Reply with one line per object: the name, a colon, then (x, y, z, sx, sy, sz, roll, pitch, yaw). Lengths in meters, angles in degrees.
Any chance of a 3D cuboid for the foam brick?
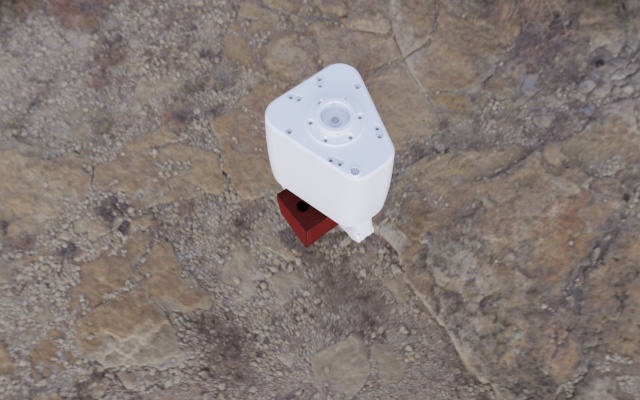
foam brick: (0.000, 0.002, 0.506, 0.078, 0.053, 0.051, -35, -18, -12)
